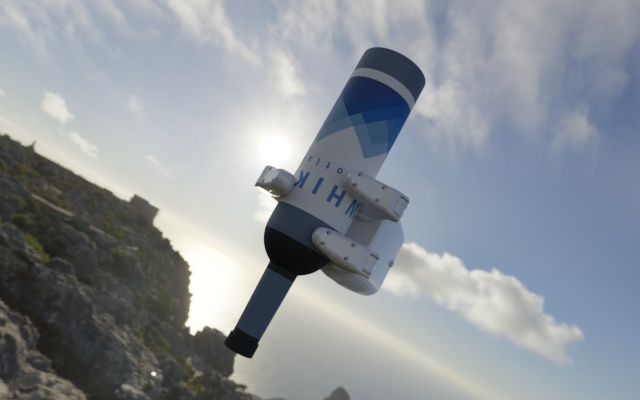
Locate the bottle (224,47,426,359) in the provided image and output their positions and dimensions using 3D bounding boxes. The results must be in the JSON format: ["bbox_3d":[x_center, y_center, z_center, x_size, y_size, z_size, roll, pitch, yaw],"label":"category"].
[{"bbox_3d":[0.000,0.001,0.431,0.069,0.295,0.069,28,-10,5],"label":"bottle"}]
